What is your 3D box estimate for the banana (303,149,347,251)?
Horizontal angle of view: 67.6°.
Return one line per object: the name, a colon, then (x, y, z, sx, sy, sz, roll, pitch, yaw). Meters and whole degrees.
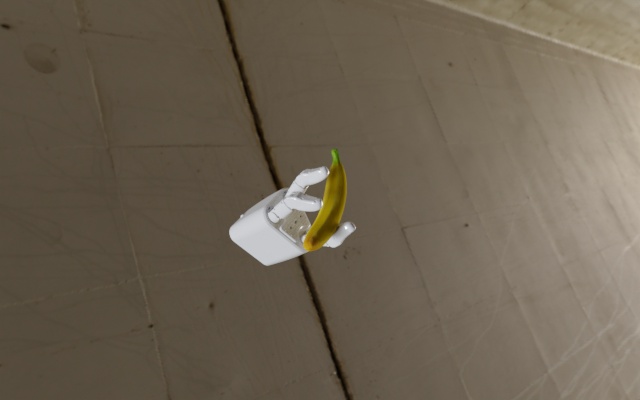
banana: (0.011, 0.010, 0.785, 0.037, 0.197, 0.070, -12, -42, 33)
